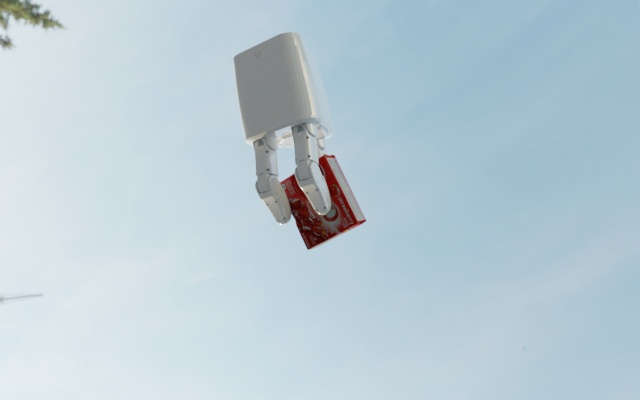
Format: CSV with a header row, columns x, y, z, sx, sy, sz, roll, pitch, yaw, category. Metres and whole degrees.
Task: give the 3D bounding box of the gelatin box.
x,y,z,sx,sy,sz,roll,pitch,yaw,category
0.000,0.002,0.552,0.073,0.089,0.030,-30,-9,26,gelatin box
